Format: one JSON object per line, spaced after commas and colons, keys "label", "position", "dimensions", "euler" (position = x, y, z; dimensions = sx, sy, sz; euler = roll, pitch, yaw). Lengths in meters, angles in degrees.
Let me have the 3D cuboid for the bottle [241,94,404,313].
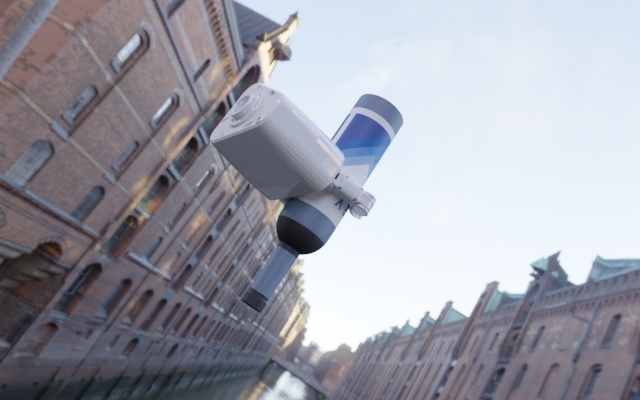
{"label": "bottle", "position": [0.000, 0.002, 0.577], "dimensions": [0.069, 0.295, 0.069], "euler": [31, -17, 10]}
